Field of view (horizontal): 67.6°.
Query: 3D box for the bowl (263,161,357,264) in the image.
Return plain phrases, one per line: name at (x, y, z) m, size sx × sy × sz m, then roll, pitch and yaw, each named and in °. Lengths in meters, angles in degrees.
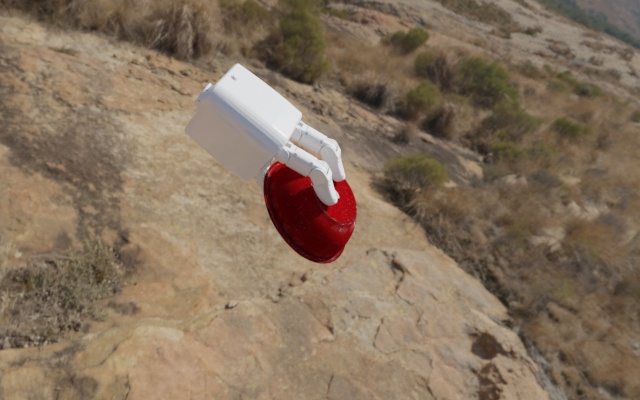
bowl at (0.001, 0.003, 0.656) m, size 0.055 × 0.162 × 0.162 m, roll -31°, pitch -18°, yaw 33°
